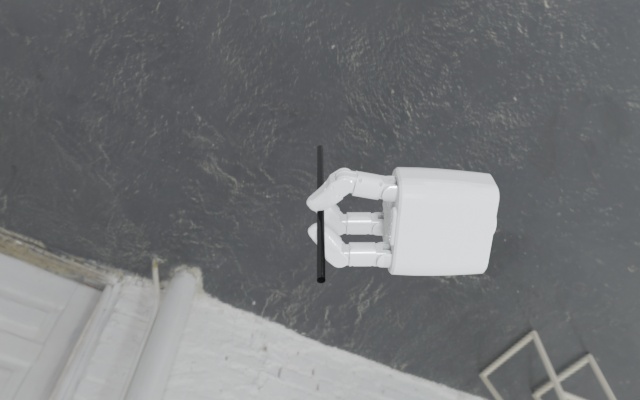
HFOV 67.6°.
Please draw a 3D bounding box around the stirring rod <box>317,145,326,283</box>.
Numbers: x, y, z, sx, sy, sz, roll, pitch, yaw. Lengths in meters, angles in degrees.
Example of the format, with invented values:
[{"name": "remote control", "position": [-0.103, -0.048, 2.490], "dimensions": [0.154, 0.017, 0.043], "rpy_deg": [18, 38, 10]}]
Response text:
[{"name": "stirring rod", "position": [0.000, 0.002, 0.534], "dimensions": [0.011, 0.011, 0.239], "rpy_deg": [0, 36, 0]}]
